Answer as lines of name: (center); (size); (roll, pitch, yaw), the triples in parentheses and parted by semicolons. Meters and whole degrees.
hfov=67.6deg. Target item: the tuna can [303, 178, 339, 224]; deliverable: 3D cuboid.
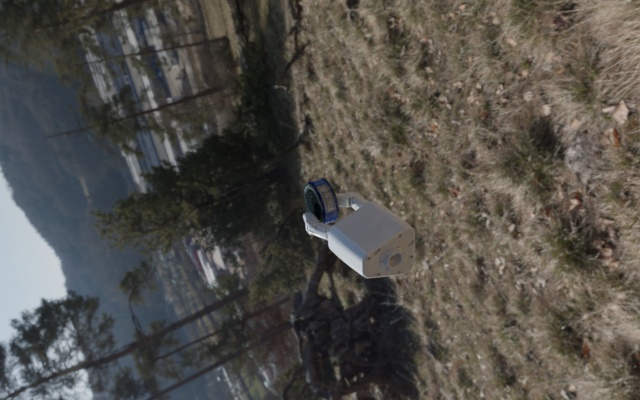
tuna can: (0.000, 0.003, 0.890); (0.034, 0.086, 0.086); (-18, 6, -20)
